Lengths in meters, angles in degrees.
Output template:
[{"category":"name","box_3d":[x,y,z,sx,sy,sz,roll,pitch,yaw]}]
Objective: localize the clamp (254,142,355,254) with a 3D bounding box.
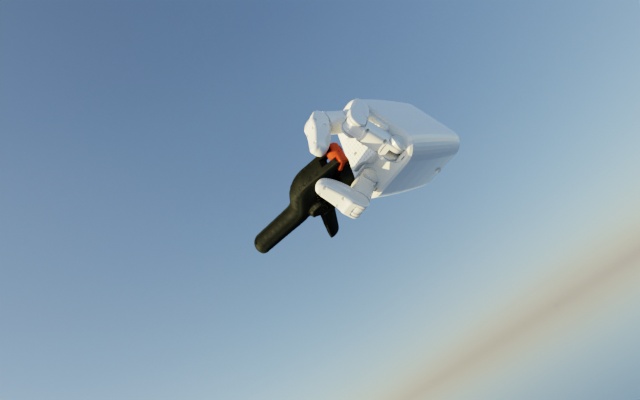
[{"category":"clamp","box_3d":[0.000,0.001,0.575,0.120,0.039,0.171,-10,-32,-42]}]
